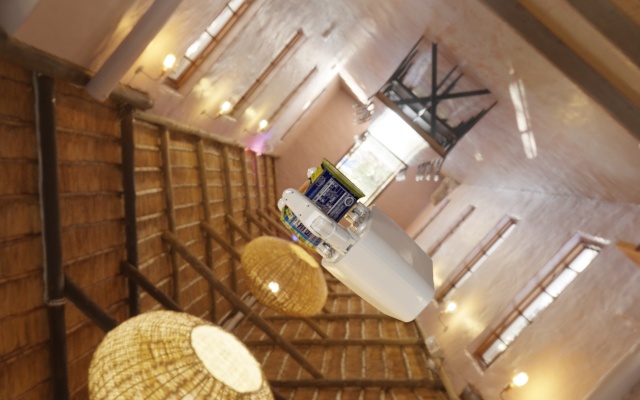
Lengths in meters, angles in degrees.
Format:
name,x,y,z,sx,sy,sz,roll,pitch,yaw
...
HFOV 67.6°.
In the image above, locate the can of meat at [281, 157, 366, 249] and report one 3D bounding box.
name,x,y,z,sx,sy,sz,roll,pitch,yaw
can of meat,0.000,0.002,0.554,0.057,0.084,0.102,41,5,-8
